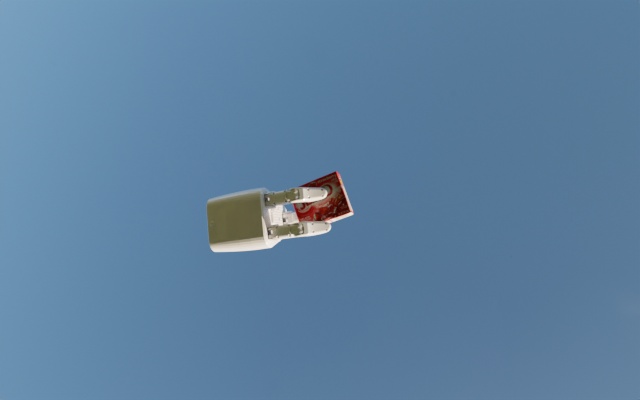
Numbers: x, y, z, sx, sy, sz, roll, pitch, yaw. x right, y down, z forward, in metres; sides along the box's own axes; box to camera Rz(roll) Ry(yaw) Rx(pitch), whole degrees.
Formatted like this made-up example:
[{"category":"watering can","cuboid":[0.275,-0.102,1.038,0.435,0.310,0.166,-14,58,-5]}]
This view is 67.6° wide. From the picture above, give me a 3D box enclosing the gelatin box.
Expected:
[{"category":"gelatin box","cuboid":[0.001,0.003,0.786,0.089,0.073,0.030,-21,-12,10]}]
